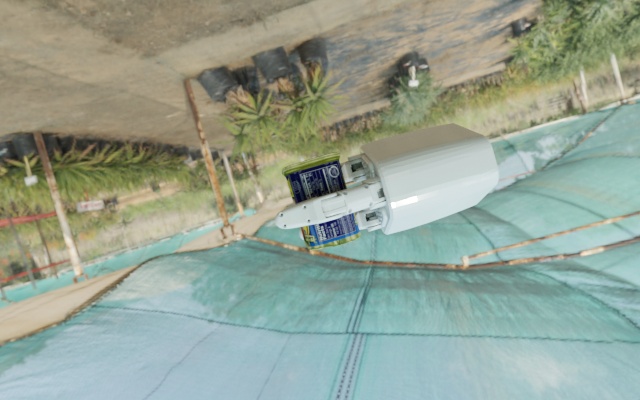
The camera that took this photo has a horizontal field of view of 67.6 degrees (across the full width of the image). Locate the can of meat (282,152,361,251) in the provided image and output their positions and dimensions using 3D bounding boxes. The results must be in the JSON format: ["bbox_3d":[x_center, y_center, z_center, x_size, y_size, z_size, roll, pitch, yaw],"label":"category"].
[{"bbox_3d":[0.000,0.002,0.483,0.057,0.084,0.102,-17,2,-5],"label":"can of meat"}]
